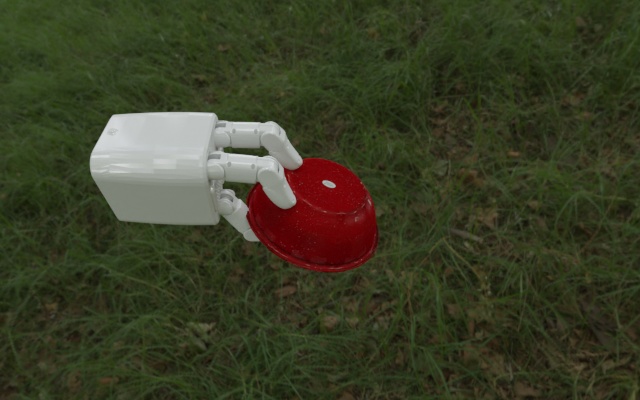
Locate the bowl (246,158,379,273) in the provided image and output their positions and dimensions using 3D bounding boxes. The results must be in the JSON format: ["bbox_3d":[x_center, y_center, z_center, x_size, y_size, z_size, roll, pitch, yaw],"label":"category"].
[{"bbox_3d":[0.001,0.001,0.540,0.162,0.055,0.162,14,40,-12],"label":"bowl"}]
